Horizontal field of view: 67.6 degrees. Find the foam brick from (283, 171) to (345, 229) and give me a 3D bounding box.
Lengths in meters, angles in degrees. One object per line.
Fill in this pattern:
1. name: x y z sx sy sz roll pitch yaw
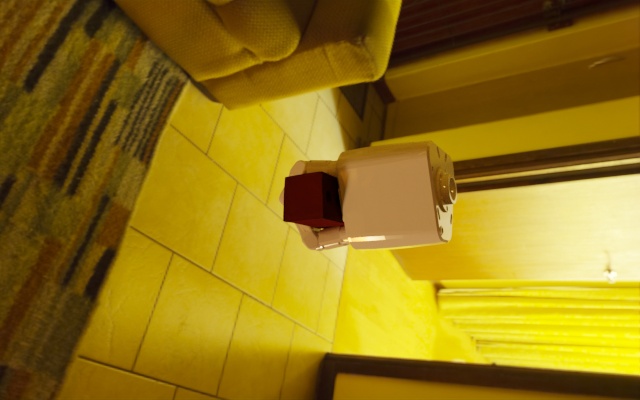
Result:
1. foam brick: 0.000 0.002 0.549 0.051 0.053 0.078 -6 -12 31
